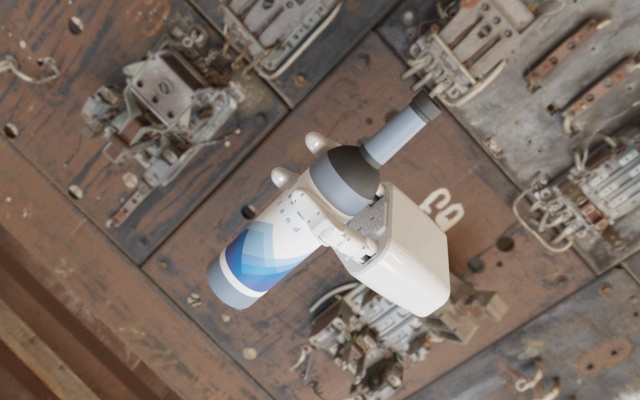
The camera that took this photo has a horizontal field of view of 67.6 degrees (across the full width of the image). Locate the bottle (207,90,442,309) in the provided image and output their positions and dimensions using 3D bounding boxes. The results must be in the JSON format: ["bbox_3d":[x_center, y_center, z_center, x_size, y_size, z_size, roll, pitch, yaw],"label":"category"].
[{"bbox_3d":[0.000,0.002,0.486,0.296,0.069,0.069,-42,-18,21],"label":"bottle"}]
